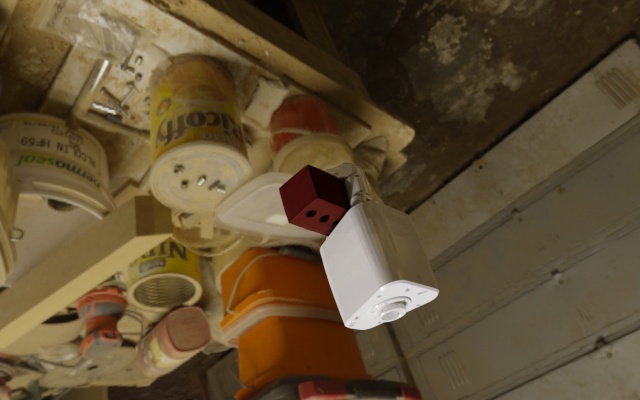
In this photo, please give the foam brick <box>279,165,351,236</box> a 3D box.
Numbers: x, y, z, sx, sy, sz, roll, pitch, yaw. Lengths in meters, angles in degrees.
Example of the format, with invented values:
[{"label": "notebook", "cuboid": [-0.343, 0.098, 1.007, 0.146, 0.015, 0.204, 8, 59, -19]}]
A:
[{"label": "foam brick", "cuboid": [0.000, 0.002, 0.566, 0.078, 0.051, 0.053, 21, -49, -41]}]
